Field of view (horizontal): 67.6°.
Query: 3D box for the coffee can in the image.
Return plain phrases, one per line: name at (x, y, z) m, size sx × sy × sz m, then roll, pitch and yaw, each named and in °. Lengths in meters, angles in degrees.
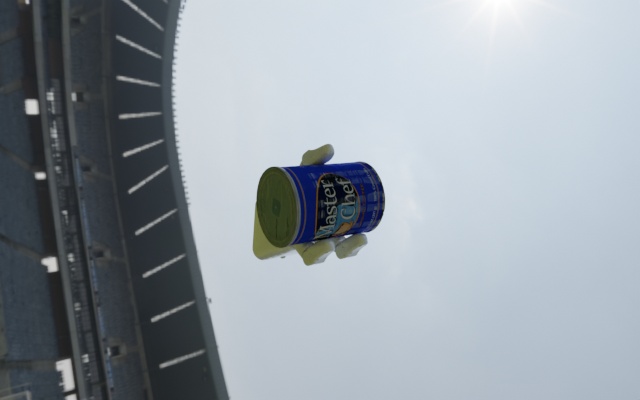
coffee can at (0.000, 0.002, 0.636) m, size 0.140 × 0.103 × 0.103 m, roll -7°, pitch 4°, yaw -34°
